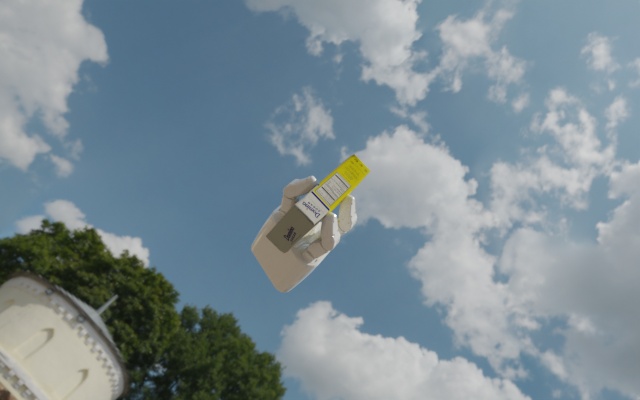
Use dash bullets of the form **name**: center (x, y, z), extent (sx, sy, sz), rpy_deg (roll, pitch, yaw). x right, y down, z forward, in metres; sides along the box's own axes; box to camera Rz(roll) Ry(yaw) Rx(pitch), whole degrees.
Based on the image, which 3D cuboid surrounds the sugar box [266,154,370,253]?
- **sugar box**: center (0.000, 0.003, 0.726), extent (0.093, 0.048, 0.176), rpy_deg (-46, 0, 44)
